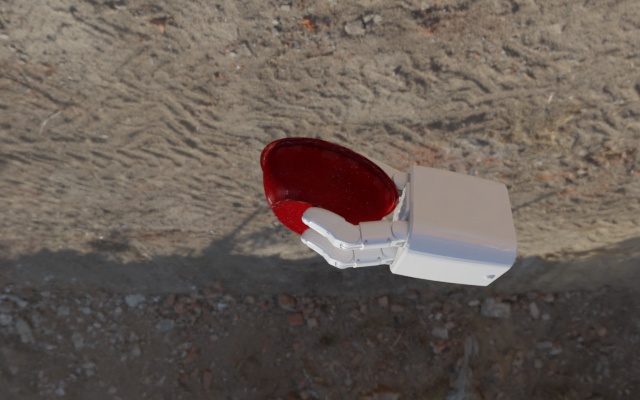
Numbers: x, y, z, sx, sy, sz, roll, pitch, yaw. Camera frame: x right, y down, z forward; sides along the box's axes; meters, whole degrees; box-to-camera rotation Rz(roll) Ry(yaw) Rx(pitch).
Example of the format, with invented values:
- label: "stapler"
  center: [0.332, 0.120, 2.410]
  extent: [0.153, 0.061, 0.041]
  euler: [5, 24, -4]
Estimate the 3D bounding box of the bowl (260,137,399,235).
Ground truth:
- label: "bowl"
  center: [-0.001, 0.002, 0.521]
  extent: [0.162, 0.055, 0.162]
  euler: [17, -26, 8]
